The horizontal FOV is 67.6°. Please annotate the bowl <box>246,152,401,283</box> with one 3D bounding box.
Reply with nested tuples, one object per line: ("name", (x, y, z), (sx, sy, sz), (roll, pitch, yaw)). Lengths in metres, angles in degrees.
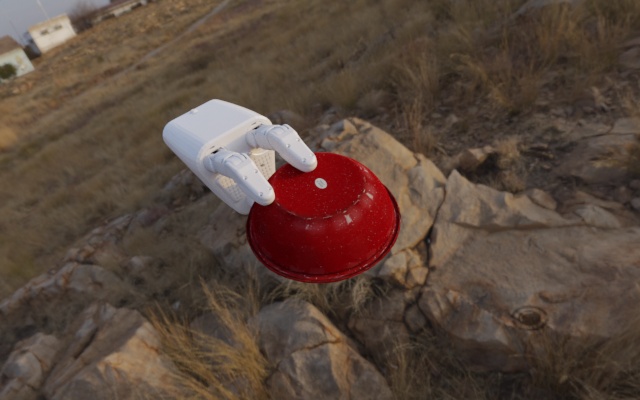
("bowl", (0.001, 0.002, 0.480), (0.162, 0.162, 0.055), (0, -43, 6))
